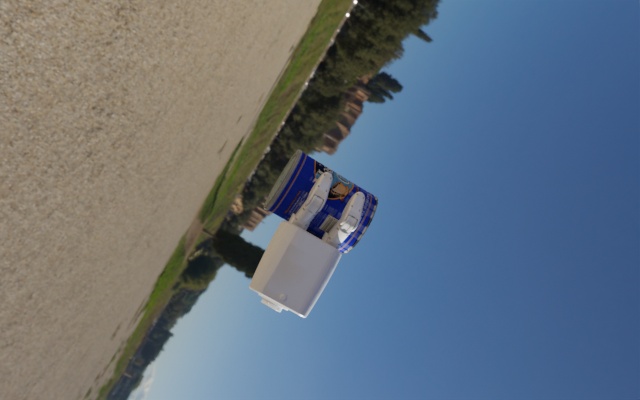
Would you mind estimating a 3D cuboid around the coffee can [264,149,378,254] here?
[{"bbox_3d":[0.000,0.002,0.722,0.140,0.103,0.103,31,-6,-10],"label":"coffee can"}]
